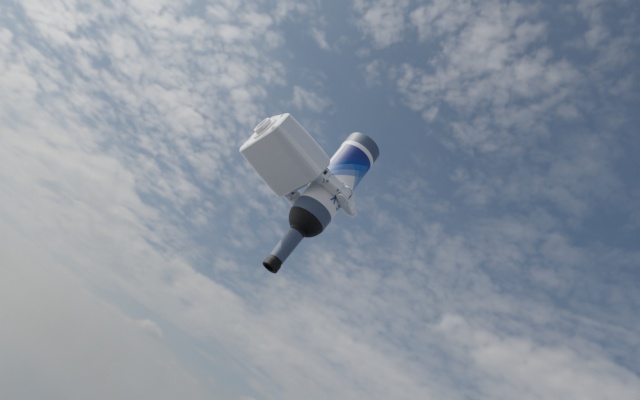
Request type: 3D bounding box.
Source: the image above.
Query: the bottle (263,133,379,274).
[{"bbox_3d":[0.000,0.003,0.809,0.069,0.069,0.295,0,44,49],"label":"bottle"}]
